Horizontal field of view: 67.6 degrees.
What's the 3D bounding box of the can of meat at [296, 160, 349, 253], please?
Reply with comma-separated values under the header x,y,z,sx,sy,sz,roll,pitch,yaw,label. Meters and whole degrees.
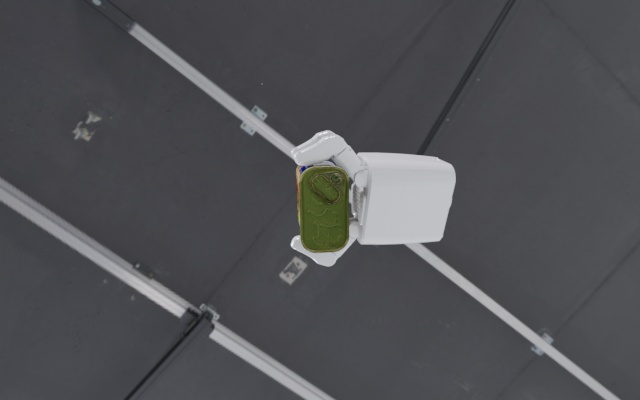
x,y,z,sx,sy,sz,roll,pitch,yaw,label
0.000,0.002,0.583,0.057,0.102,0.084,-3,14,-6,can of meat
